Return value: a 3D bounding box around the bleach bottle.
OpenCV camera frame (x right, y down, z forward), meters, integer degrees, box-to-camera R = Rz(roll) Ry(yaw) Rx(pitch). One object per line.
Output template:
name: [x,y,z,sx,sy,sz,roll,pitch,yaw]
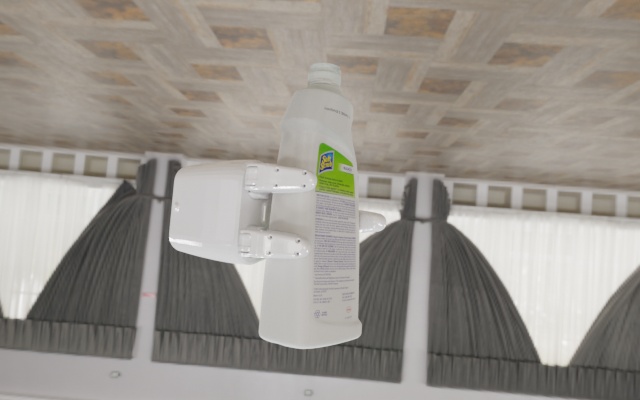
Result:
bleach bottle: [0.000,0.001,0.445,0.068,0.251,0.102,2,-5,37]
